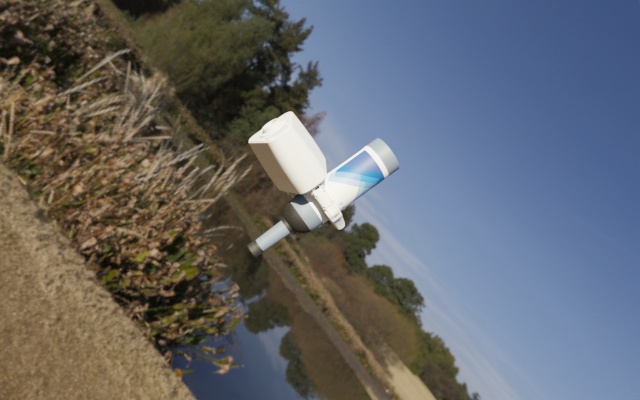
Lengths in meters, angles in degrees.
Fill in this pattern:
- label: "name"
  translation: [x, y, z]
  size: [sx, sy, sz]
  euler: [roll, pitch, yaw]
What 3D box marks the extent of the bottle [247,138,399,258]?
- label: "bottle"
  translation: [0.000, 0.003, 0.834]
  size: [0.295, 0.069, 0.069]
  euler: [-36, 3, -4]
